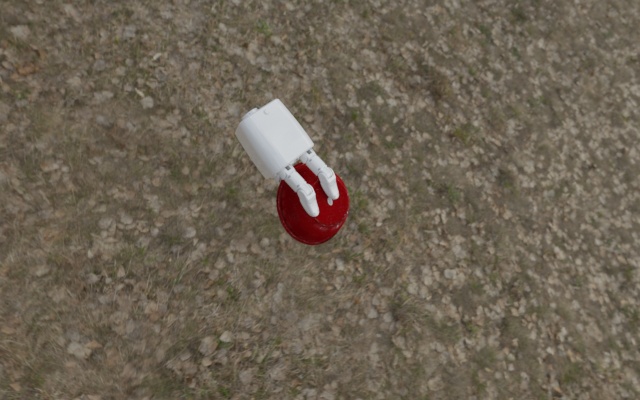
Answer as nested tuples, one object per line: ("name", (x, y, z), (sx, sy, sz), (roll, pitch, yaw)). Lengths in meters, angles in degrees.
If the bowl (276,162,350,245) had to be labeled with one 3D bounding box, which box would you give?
("bowl", (0.001, 0.004, 0.890), (0.162, 0.162, 0.055), (0, -4, -36))
